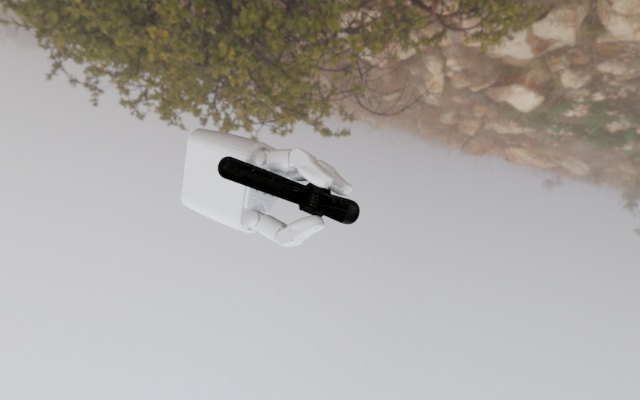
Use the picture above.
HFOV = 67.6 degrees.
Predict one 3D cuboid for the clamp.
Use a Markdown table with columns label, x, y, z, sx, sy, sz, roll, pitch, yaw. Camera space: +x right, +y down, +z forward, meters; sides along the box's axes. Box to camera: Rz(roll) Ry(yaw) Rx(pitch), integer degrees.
| label | x | y | z | sx | sy | sz | roll | pitch | yaw |
| --- | --- | --- | --- | --- | --- | --- | --- | --- | --- |
| clamp | 0.000 | 0.003 | 0.564 | 0.164 | 0.036 | 0.210 | 21 | 0 | 28 |
